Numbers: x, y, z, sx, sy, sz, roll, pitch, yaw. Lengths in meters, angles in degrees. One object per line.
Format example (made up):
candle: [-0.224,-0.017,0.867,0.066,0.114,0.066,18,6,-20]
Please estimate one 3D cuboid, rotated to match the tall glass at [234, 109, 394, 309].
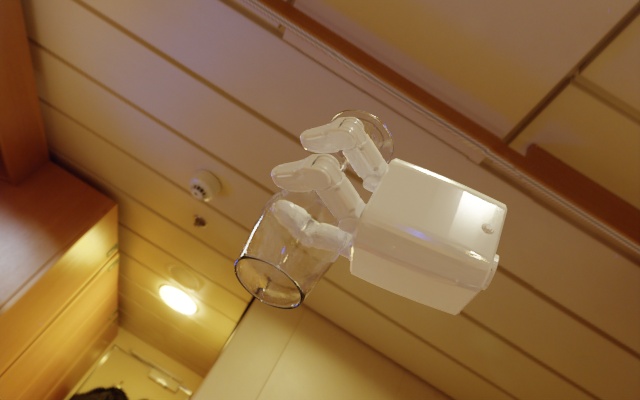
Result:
tall glass: [0.000,0.001,0.437,0.079,0.079,0.201,0,40,34]
